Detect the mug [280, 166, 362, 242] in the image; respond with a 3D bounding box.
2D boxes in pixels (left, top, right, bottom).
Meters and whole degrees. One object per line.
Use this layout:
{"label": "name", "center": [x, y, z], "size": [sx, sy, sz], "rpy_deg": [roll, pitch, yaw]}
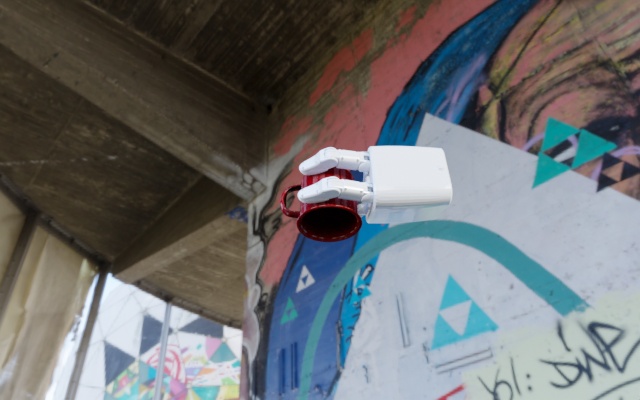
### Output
{"label": "mug", "center": [-0.001, 0.002, 0.697], "size": [0.117, 0.081, 0.093], "rpy_deg": [1, -37, -3]}
